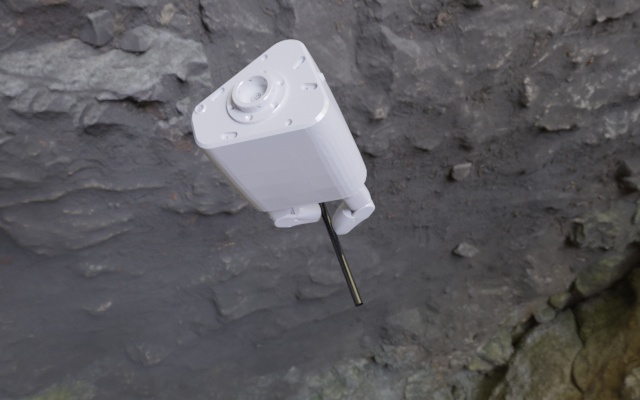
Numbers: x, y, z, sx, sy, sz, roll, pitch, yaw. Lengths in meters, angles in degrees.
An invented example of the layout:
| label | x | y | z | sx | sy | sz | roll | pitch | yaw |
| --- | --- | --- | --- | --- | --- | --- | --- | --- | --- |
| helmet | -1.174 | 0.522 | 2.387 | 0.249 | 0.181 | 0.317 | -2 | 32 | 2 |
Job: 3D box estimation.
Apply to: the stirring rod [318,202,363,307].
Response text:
| label | x | y | z | sx | sy | sz | roll | pitch | yaw |
| --- | --- | --- | --- | --- | --- | --- | --- | --- | --- |
| stirring rod | 0.000 | 0.002 | 0.509 | 0.011 | 0.239 | 0.011 | -15 | -32 | -9 |
